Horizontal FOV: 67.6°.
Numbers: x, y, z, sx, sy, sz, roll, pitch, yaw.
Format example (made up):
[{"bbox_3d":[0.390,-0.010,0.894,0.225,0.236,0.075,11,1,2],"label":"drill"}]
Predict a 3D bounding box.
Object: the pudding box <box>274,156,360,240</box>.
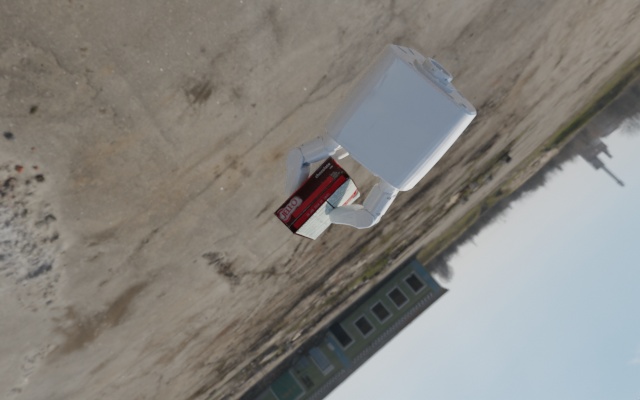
[{"bbox_3d":[0.000,0.002,0.569,0.039,0.090,0.113,46,2,15],"label":"pudding box"}]
